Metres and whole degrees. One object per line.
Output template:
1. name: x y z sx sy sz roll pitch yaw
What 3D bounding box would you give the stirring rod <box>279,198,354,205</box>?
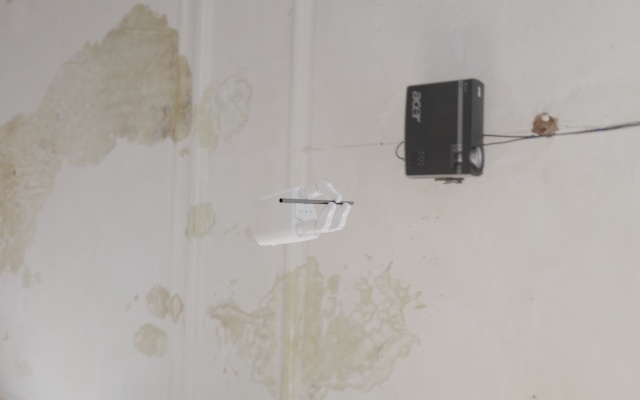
1. stirring rod: 0.000 0.003 0.897 0.011 0.011 0.239 0 -1 33
